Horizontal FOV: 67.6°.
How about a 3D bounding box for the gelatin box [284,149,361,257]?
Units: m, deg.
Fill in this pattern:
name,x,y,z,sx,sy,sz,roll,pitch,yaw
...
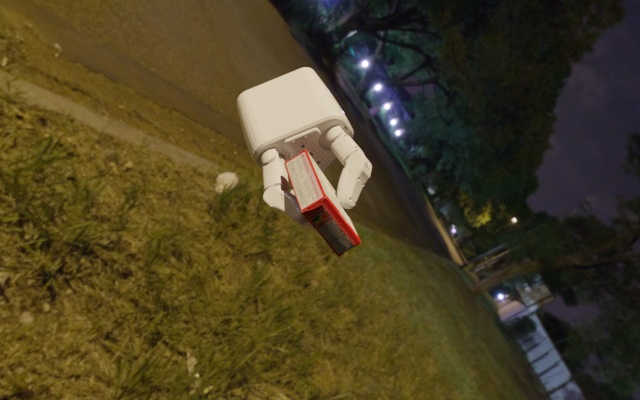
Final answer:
name,x,y,z,sx,sy,sz,roll,pitch,yaw
gelatin box,0.001,0.002,0.475,0.030,0.073,0.089,-32,39,7
